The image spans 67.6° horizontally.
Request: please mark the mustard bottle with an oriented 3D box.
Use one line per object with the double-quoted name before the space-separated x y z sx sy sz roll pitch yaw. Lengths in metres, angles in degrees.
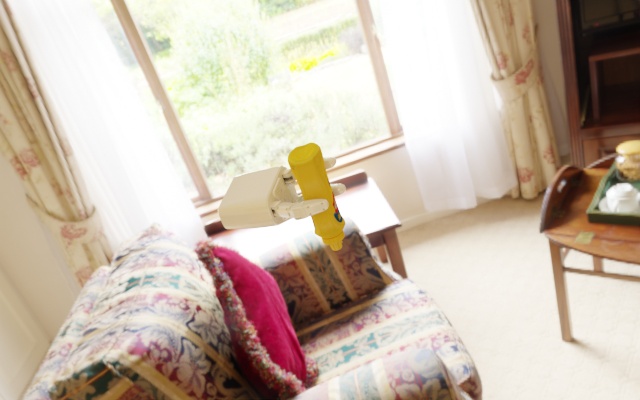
"mustard bottle" 0.000 0.002 0.818 0.058 0.192 0.096 -17 23 4
